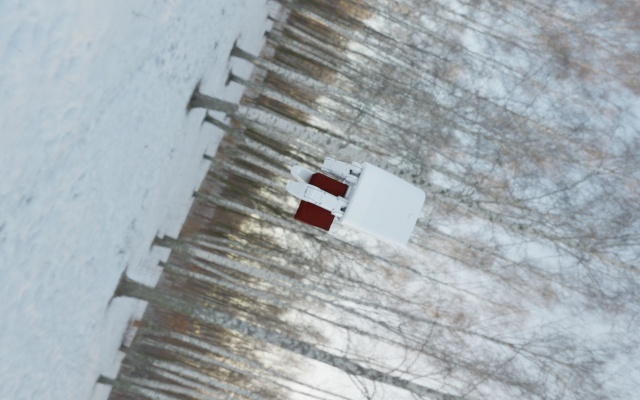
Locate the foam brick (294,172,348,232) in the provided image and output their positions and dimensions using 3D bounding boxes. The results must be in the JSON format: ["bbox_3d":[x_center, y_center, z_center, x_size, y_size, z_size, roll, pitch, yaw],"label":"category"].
[{"bbox_3d":[0.000,0.003,0.727,0.051,0.078,0.053,24,-4,-10],"label":"foam brick"}]
